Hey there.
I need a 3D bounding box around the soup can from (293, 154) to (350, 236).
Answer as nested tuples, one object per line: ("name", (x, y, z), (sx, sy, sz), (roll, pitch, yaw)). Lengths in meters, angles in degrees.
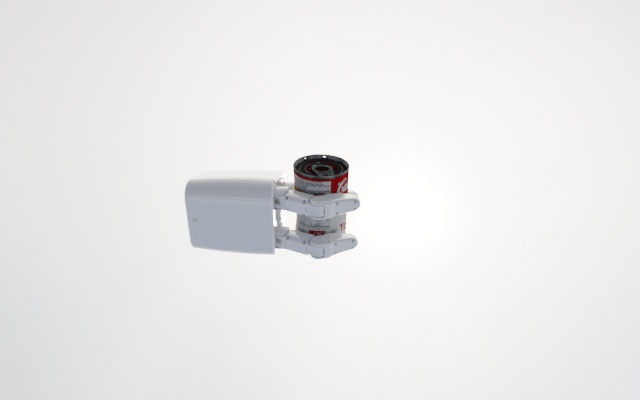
("soup can", (0.001, 0.002, 0.595), (0.068, 0.102, 0.068), (1, 28, 0))
